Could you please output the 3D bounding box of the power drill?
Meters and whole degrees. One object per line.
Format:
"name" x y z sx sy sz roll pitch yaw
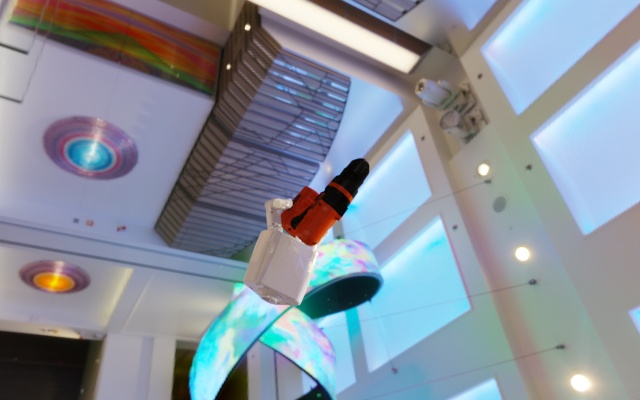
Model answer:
"power drill" 0.000 0.003 0.887 0.057 0.184 0.187 44 -17 -11
